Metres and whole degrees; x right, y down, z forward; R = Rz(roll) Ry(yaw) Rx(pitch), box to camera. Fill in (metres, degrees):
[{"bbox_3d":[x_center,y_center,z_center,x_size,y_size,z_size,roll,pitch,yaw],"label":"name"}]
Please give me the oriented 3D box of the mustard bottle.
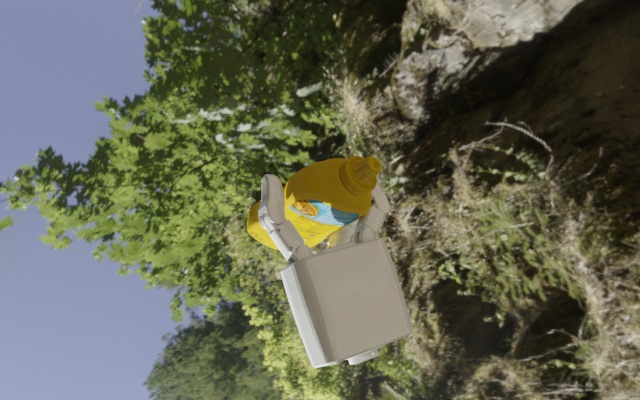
[{"bbox_3d":[0.000,0.002,0.539,0.096,0.058,0.192,19,-33,-29],"label":"mustard bottle"}]
